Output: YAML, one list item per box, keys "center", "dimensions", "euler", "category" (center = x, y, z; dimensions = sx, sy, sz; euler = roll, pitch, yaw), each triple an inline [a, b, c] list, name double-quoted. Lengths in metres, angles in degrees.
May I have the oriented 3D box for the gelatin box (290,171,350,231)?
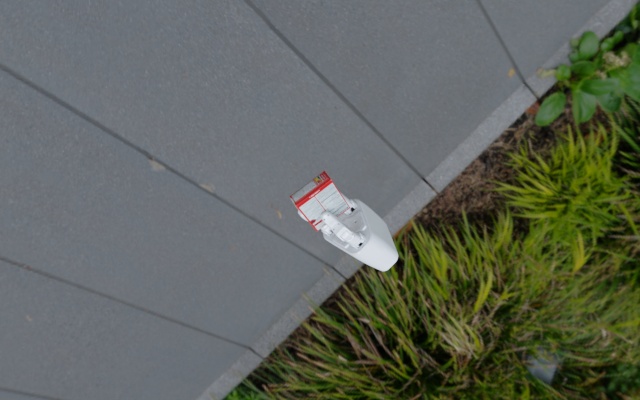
- center: [0.000, 0.003, 0.809]
  dimensions: [0.073, 0.030, 0.089]
  euler: [-36, -42, 1]
  category: "gelatin box"
